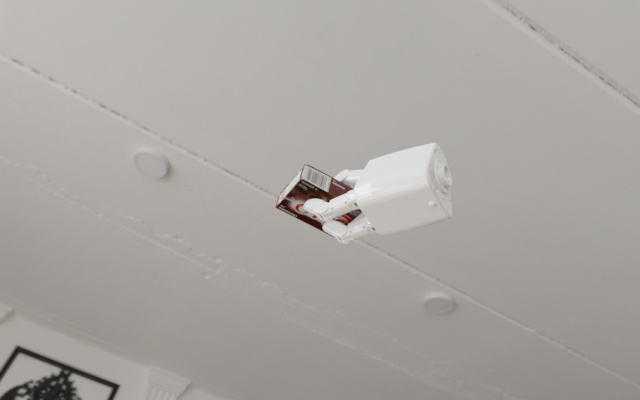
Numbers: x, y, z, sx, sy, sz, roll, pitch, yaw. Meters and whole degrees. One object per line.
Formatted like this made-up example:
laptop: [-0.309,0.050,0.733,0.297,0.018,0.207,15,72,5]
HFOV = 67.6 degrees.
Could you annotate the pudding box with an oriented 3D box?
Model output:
pudding box: [0.000,0.002,0.744,0.113,0.039,0.090,29,-43,-14]
